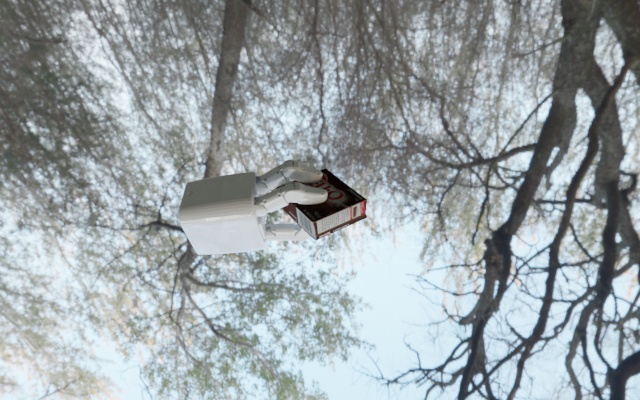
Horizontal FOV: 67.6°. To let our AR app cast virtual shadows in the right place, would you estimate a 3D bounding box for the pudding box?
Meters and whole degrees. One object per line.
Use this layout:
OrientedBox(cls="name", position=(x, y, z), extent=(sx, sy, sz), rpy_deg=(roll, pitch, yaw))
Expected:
OrientedBox(cls="pudding box", position=(0.000, 0.002, 0.697), extent=(0.090, 0.039, 0.113), rpy_deg=(-23, 40, -23))
